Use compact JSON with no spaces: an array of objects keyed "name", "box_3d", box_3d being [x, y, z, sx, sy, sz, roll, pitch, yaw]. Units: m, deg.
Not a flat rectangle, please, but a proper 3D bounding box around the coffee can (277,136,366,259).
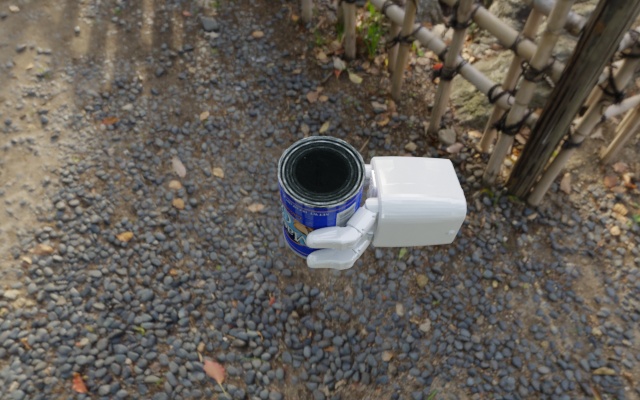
[{"name":"coffee can","box_3d":[0.000,0.002,0.608,0.103,0.102,0.140,0,-32,-1]}]
